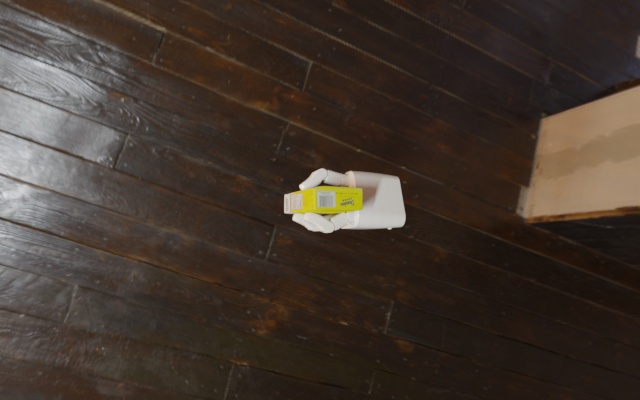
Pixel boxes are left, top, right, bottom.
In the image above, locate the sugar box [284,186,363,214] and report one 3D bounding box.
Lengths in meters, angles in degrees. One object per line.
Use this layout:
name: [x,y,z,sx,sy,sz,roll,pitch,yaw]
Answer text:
sugar box: [0.000,0.003,0.899,0.093,0.048,0.176,2,-7,-21]
